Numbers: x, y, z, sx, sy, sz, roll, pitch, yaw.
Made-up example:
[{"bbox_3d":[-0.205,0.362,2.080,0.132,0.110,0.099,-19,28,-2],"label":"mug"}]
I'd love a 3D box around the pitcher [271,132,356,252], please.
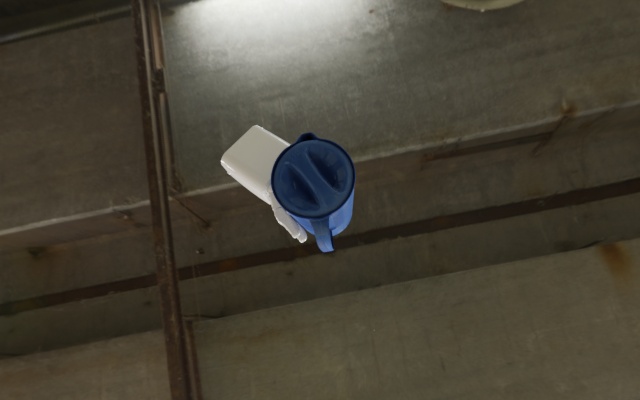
[{"bbox_3d":[0.000,0.003,0.848,0.145,0.149,0.243,33,-9,13],"label":"pitcher"}]
